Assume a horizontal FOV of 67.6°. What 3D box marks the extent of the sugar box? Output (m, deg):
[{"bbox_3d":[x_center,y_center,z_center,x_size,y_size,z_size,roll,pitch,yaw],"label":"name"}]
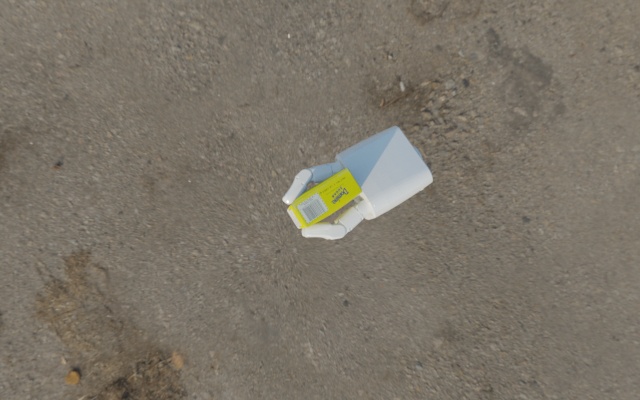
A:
[{"bbox_3d":[0.001,0.003,0.719,0.093,0.048,0.176,-32,-3,-6],"label":"sugar box"}]
